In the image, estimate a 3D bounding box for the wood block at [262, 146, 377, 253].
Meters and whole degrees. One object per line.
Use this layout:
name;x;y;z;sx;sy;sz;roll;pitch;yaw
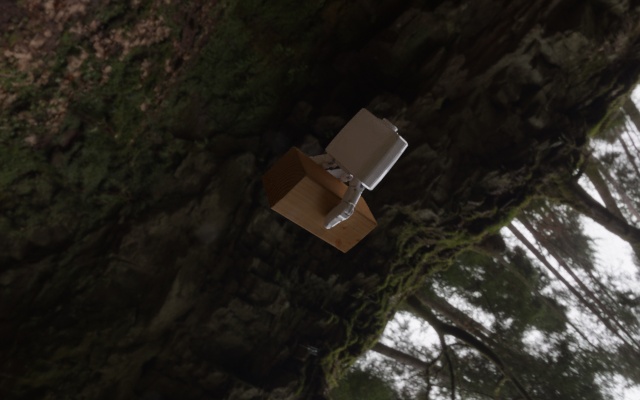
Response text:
wood block;0.001;0.003;0.891;0.206;0.090;0.090;34;21;-38
